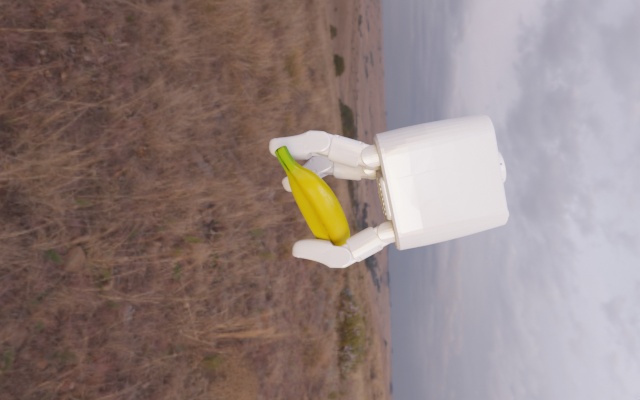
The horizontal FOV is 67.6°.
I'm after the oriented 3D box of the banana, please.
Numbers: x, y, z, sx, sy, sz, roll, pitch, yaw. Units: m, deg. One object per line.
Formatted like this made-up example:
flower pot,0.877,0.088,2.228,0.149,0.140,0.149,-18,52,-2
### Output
banana,0.005,0.015,0.496,0.037,0.069,0.198,-23,-29,2
